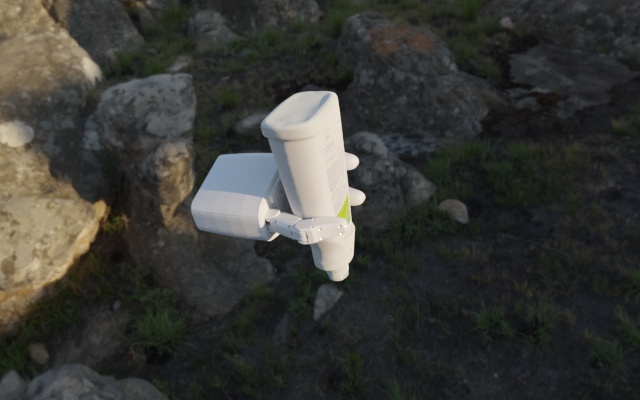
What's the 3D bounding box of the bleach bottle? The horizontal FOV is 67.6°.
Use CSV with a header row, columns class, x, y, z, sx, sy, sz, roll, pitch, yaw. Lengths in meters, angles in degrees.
class,x,y,z,sx,sy,sz,roll,pitch,yaw
bleach bottle,0.000,0.002,0.584,0.068,0.251,0.102,5,36,24
